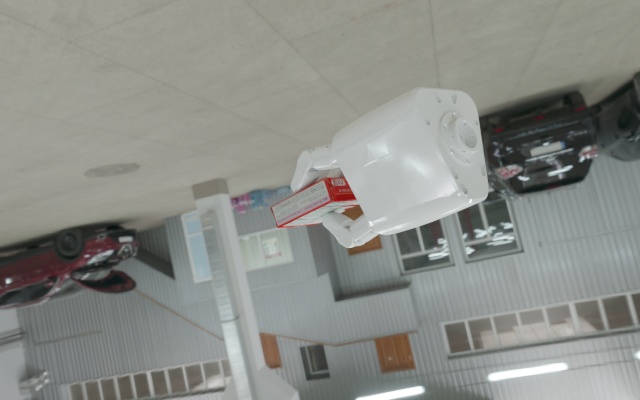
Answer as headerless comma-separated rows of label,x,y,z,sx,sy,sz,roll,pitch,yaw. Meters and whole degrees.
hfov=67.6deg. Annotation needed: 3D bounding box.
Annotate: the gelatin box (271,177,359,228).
gelatin box,0.000,0.002,0.545,0.089,0.030,0.073,-28,-15,35
